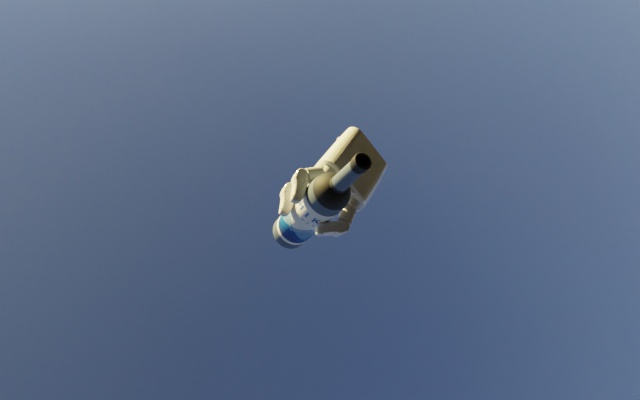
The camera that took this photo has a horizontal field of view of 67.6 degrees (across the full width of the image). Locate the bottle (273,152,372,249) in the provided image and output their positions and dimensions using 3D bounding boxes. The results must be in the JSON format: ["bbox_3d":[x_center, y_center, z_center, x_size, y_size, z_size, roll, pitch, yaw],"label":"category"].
[{"bbox_3d":[0.000,0.003,0.787,0.069,0.069,0.296,0,-23,-26],"label":"bottle"}]
